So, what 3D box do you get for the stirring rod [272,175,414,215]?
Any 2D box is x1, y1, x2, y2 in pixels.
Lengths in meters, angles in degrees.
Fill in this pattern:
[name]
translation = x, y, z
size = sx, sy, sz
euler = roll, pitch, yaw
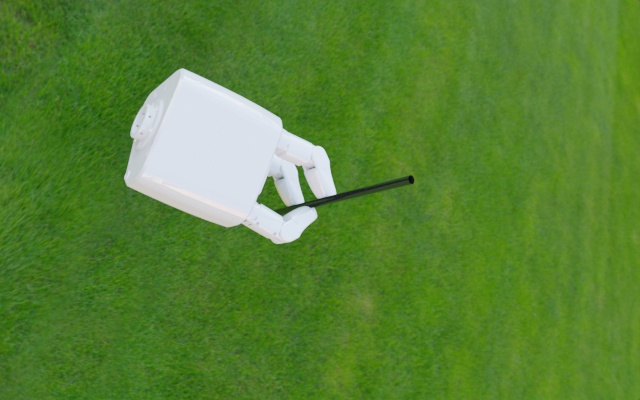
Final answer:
[stirring rod]
translation = 0.000, 0.002, 0.500
size = 0.011, 0.011, 0.239
euler = 0, -9, -41
